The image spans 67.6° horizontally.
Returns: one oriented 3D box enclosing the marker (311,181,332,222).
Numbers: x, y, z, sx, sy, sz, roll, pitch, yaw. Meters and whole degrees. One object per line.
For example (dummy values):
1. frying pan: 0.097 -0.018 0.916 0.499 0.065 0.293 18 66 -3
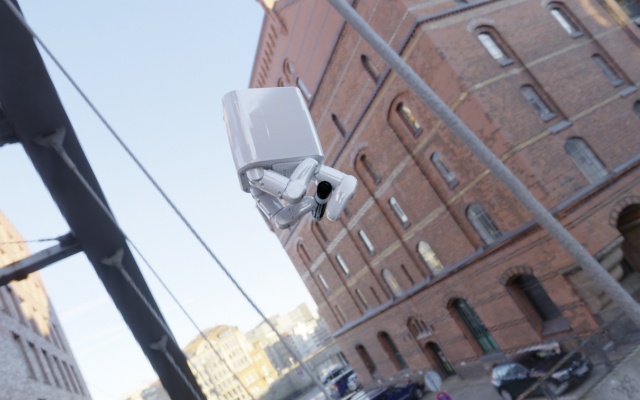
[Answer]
1. marker: 0.000 0.002 0.631 0.020 0.020 0.121 0 -19 -5
